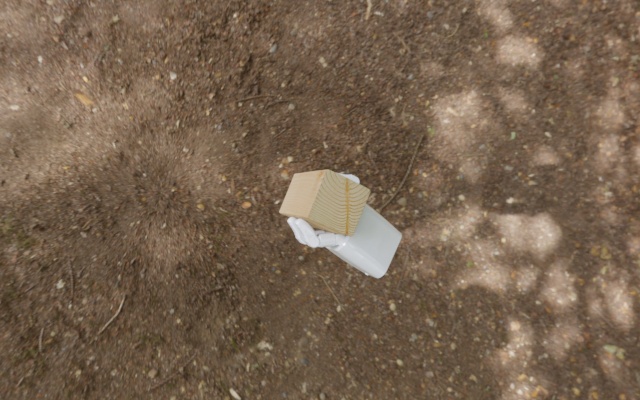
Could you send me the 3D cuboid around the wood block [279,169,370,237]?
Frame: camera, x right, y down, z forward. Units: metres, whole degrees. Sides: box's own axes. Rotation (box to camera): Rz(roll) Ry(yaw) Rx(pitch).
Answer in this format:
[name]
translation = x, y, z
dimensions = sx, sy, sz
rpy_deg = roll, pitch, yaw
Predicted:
[wood block]
translation = 0.001, 0.003, 0.896
dimensions = 0.090, 0.091, 0.206
rpy_deg = 24, -7, -17
